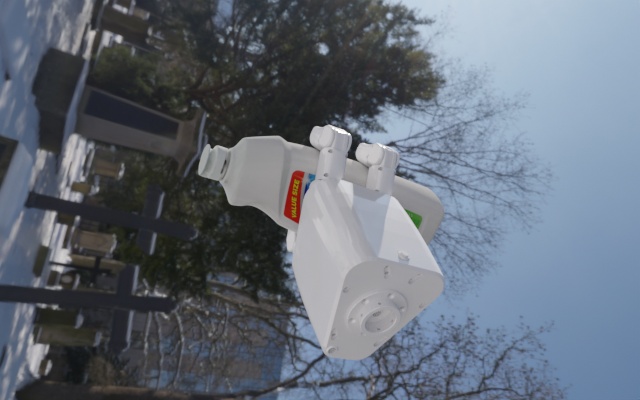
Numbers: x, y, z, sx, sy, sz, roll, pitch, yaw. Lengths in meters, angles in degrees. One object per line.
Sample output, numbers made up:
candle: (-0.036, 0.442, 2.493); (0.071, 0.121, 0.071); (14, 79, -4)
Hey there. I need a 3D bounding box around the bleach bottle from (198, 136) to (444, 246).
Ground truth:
bleach bottle: (0.000, 0.001, 0.484); (0.251, 0.103, 0.068); (16, 27, -26)
